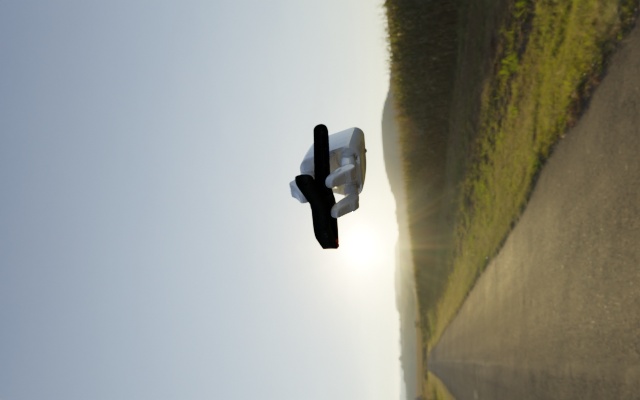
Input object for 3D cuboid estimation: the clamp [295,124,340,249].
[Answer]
[{"bbox_3d":[-0.001,0.003,0.766,0.036,0.210,0.164,-1,29,14],"label":"clamp"}]
